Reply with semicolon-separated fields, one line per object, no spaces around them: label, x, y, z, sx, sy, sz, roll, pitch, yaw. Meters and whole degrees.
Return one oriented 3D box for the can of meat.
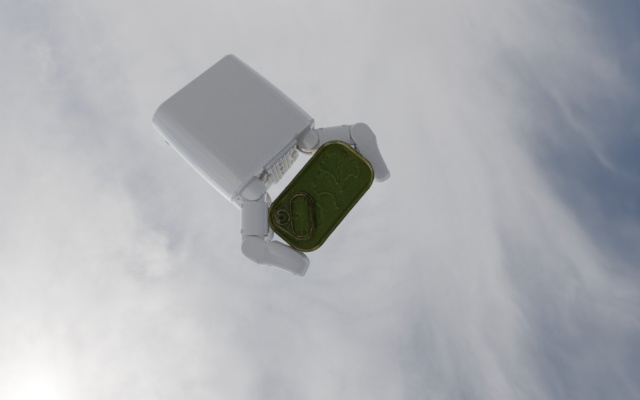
can of meat;0.000;0.002;0.456;0.057;0.102;0.084;39;-7;5
